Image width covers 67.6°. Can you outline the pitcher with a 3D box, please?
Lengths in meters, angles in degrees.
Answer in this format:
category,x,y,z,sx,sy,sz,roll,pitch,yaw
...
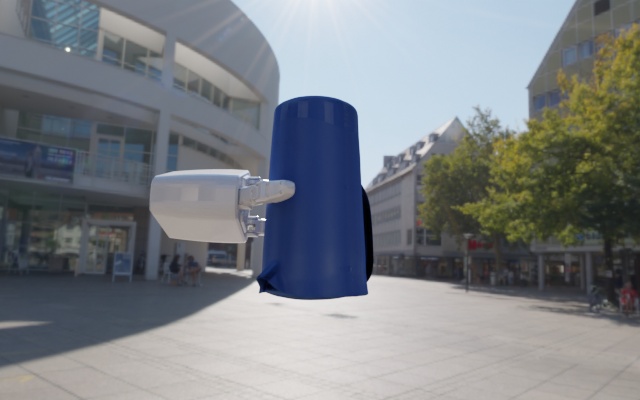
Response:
category,x,y,z,sx,sy,sz,roll,pitch,yaw
pitcher,0.000,0.002,0.604,0.145,0.243,0.149,1,-8,1
